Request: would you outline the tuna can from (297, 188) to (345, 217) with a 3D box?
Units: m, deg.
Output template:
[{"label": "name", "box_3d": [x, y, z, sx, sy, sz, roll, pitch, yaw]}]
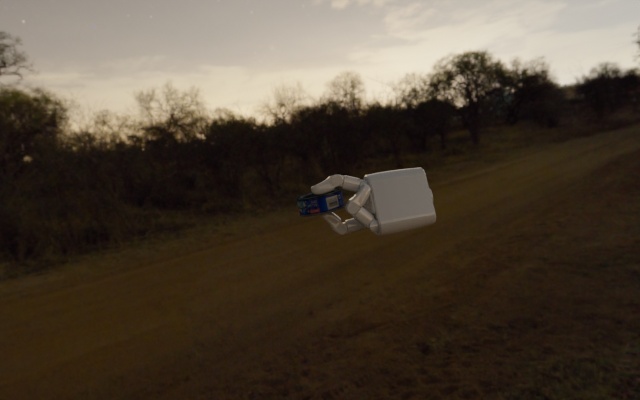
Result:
[{"label": "tuna can", "box_3d": [0.000, 0.002, 0.884, 0.086, 0.034, 0.086, -12, 7, 2]}]
